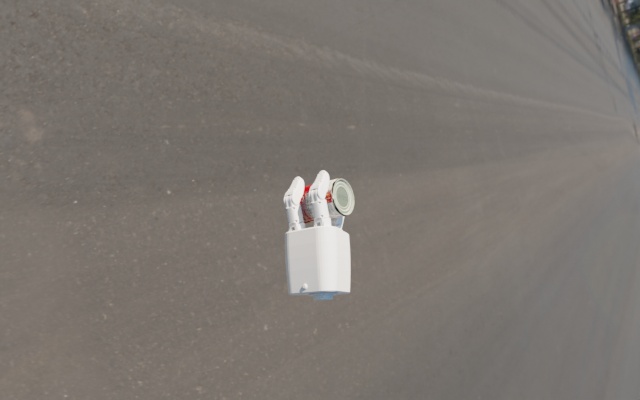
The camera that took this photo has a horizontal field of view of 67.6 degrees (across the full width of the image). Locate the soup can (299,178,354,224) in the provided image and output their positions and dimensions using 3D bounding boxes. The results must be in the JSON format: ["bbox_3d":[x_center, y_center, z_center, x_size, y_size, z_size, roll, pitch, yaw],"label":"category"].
[{"bbox_3d":[0.000,0.002,0.847,0.102,0.068,0.068,-12,-7,35],"label":"soup can"}]
